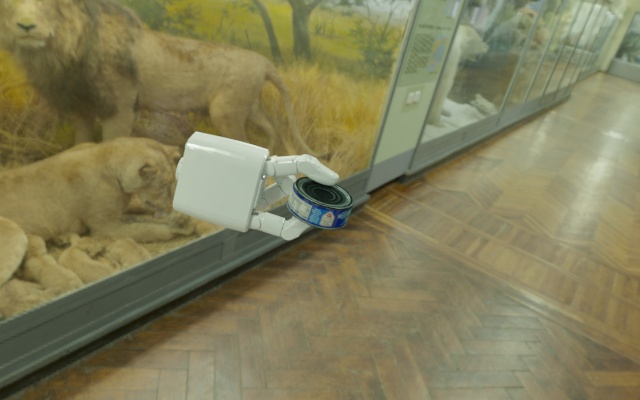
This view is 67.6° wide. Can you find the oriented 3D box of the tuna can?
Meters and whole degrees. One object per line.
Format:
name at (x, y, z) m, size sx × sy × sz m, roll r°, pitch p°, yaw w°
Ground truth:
tuna can at (0.000, 0.002, 0.639) m, size 0.086 × 0.034 × 0.086 m, roll 16°, pitch 26°, yaw -8°
